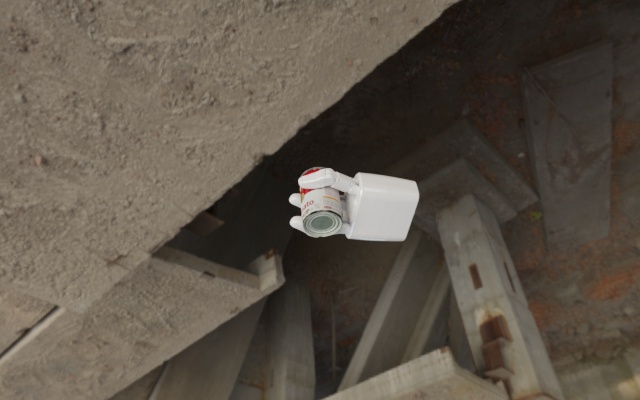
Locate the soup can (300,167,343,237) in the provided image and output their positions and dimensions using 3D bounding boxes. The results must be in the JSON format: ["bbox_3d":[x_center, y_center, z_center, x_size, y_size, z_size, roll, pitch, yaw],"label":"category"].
[{"bbox_3d":[0.000,0.003,0.808,0.068,0.102,0.069,-3,-42,-3],"label":"soup can"}]
